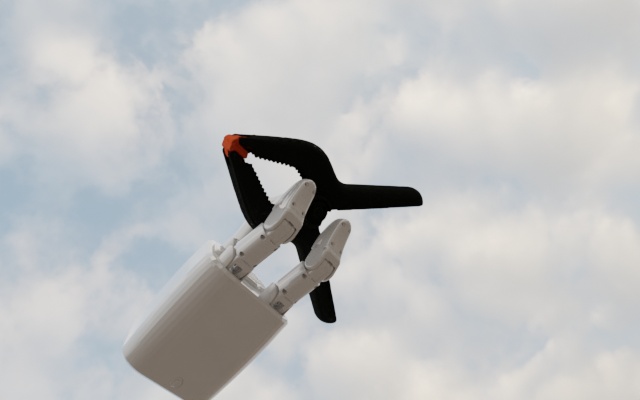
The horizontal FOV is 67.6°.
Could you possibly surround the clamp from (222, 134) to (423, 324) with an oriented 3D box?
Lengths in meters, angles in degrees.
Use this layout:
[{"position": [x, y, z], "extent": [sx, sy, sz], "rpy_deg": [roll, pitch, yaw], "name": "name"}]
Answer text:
[{"position": [-0.001, 0.001, 0.449], "extent": [0.210, 0.164, 0.036], "rpy_deg": [47, -9, -29], "name": "clamp"}]
